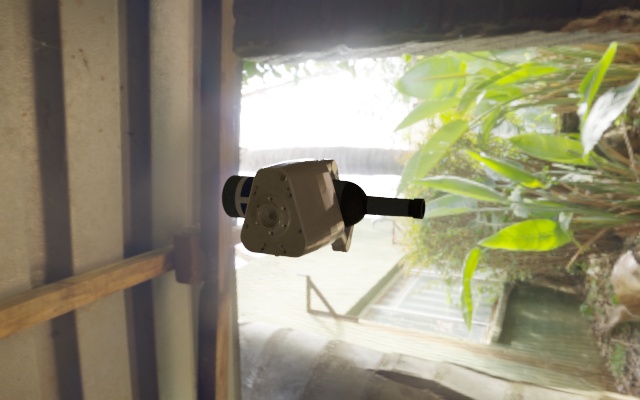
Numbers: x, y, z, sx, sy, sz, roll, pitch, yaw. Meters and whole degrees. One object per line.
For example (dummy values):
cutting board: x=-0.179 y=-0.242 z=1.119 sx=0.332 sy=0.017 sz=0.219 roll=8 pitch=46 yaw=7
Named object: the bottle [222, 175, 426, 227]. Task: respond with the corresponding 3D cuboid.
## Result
bottle: x=0.000 y=0.002 z=0.682 sx=0.295 sy=0.069 sz=0.069 roll=4 pitch=1 yaw=24
